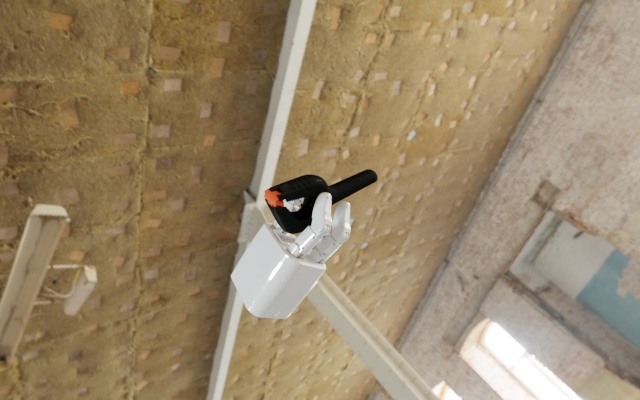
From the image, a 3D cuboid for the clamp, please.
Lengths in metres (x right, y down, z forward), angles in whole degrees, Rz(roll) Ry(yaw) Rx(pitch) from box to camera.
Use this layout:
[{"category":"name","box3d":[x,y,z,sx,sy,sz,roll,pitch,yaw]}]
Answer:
[{"category":"clamp","box3d":[-0.001,0.002,0.718,0.036,0.164,0.210,38,8,35]}]
